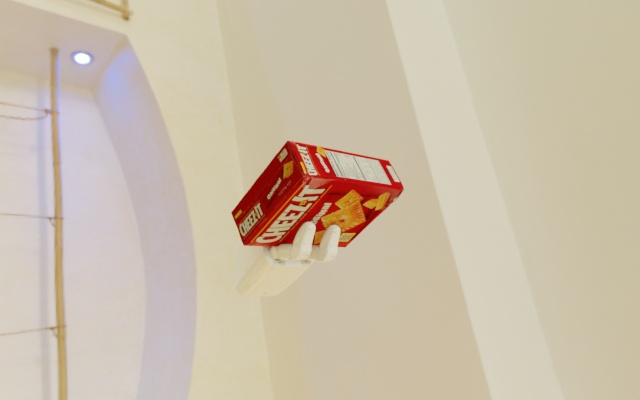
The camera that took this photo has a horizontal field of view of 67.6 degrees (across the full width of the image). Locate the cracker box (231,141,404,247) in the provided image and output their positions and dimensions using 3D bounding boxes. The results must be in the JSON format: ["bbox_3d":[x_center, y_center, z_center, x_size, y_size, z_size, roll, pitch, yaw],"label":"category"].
[{"bbox_3d":[0.000,0.002,0.729,0.214,0.072,0.164,5,-42,-43],"label":"cracker box"}]
